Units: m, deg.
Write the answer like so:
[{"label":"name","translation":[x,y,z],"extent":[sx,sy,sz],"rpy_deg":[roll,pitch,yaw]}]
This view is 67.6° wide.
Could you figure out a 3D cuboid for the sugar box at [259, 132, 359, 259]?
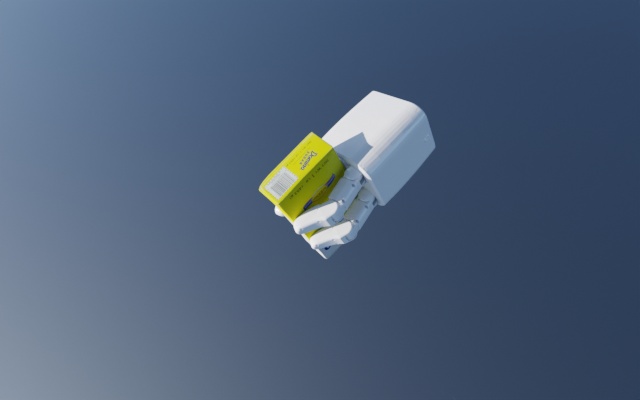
[{"label":"sugar box","translation":[0.001,0.002,0.611],"extent":[0.048,0.093,0.176],"rpy_deg":[40,-7,35]}]
